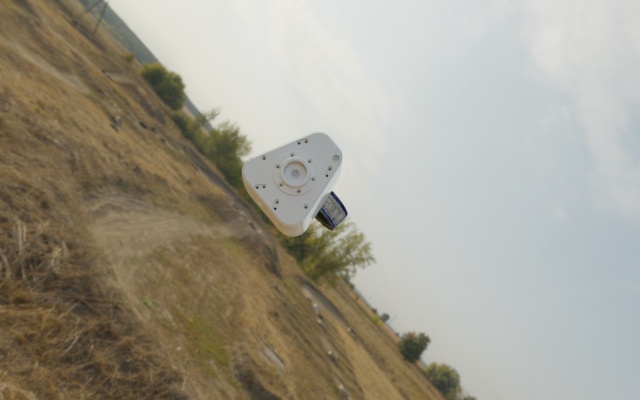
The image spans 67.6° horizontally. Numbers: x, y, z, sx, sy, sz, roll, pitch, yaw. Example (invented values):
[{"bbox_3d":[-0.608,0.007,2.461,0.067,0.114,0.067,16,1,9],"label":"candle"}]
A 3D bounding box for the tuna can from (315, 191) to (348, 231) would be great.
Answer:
[{"bbox_3d":[0.001,0.002,0.703,0.033,0.086,0.086,-43,9,-10],"label":"tuna can"}]
